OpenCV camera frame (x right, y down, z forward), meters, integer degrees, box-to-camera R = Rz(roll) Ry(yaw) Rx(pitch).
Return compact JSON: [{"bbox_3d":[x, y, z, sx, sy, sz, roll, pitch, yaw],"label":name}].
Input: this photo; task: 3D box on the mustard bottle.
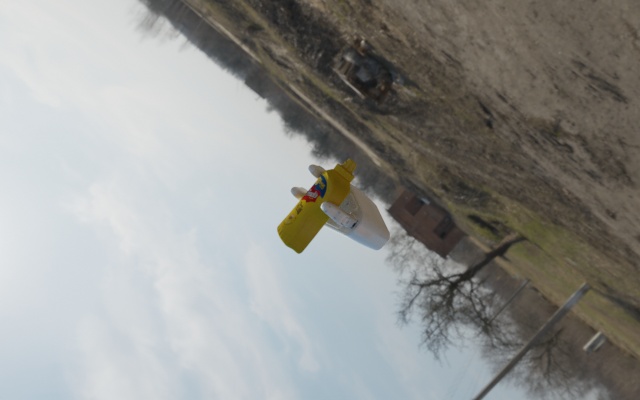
[{"bbox_3d":[0.000,0.003,0.877,0.058,0.191,0.096,37,8,-20],"label":"mustard bottle"}]
